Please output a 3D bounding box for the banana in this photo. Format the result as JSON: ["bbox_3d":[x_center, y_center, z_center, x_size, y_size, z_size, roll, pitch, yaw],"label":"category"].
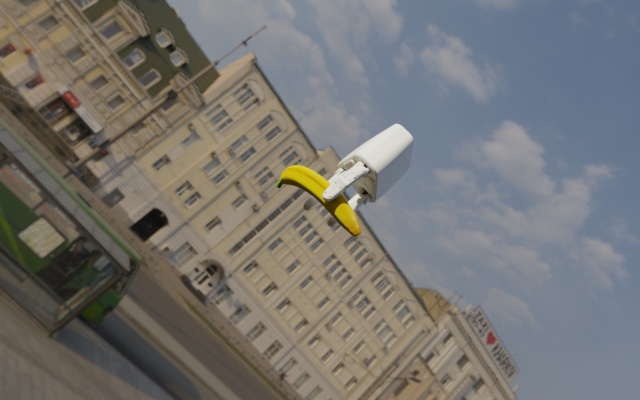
[{"bbox_3d":[-0.004,-0.012,0.822,0.197,0.070,0.037,34,57,32],"label":"banana"}]
